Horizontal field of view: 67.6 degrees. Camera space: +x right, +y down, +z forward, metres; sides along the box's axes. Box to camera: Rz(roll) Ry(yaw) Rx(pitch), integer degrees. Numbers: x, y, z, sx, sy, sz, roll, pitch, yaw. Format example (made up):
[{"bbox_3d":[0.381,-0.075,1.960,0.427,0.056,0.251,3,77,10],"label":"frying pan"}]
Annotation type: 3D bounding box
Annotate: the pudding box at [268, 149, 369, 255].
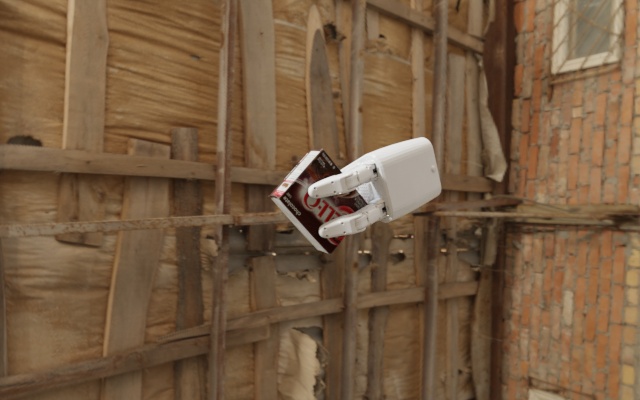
[{"bbox_3d":[0.000,0.002,0.635,0.113,0.090,0.039,48,-20,-23],"label":"pudding box"}]
